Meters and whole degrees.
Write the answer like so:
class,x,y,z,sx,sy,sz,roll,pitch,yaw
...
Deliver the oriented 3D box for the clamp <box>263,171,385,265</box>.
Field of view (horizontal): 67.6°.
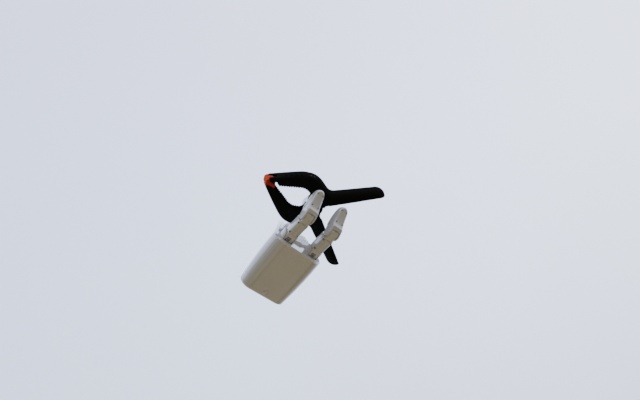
class,x,y,z,sx,sy,sz,roll,pitch,yaw
clamp,-0.001,0.002,0.825,0.210,0.164,0.036,35,8,-24
